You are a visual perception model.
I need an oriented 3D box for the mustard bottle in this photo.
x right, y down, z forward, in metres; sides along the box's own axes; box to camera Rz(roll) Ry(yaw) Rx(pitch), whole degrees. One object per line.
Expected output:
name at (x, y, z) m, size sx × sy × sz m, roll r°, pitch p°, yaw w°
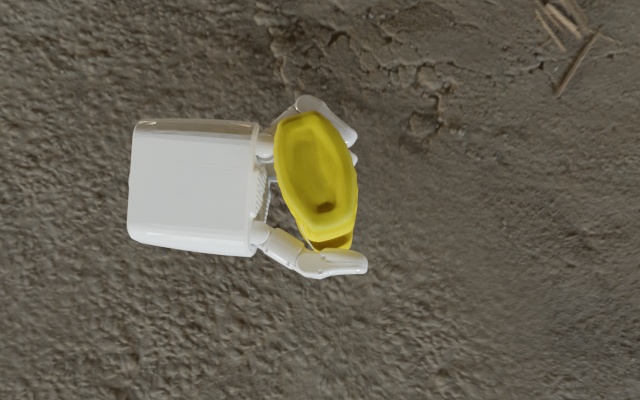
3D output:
mustard bottle at (0.000, 0.001, 0.436) m, size 0.058 × 0.096 × 0.192 m, roll -19°, pitch -16°, yaw -2°
